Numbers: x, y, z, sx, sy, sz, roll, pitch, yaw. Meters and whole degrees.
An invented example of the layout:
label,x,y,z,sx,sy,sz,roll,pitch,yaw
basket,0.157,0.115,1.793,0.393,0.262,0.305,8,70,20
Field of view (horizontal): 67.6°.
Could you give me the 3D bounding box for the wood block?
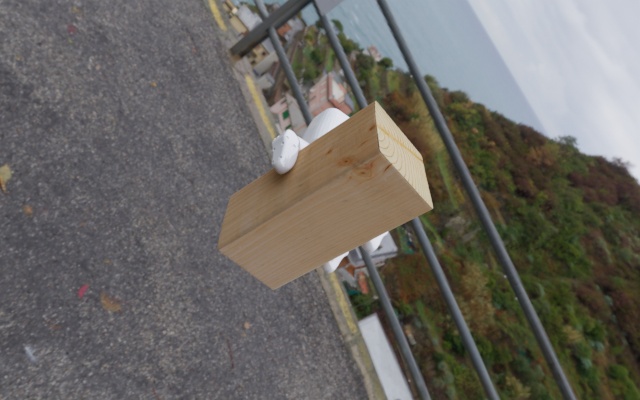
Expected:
label,x,y,z,sx,sy,sz,roll,pitch,yaw
wood block,0.000,0.001,0.505,0.206,0.090,0.091,-31,-57,26
